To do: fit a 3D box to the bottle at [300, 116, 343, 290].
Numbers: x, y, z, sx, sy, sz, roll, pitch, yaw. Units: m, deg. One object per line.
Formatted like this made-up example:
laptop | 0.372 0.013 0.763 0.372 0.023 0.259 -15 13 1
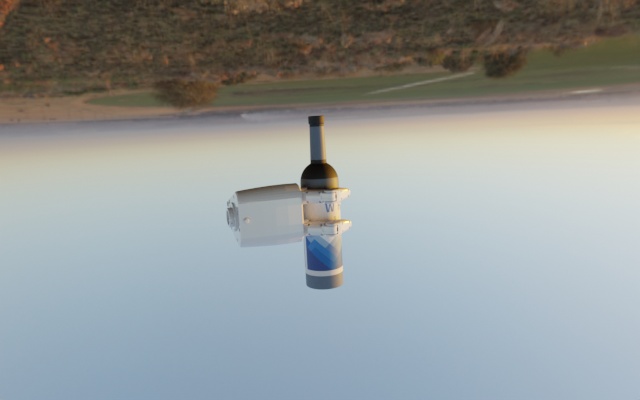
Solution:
bottle | 0.000 0.003 0.828 0.069 0.296 0.069 -3 9 0
